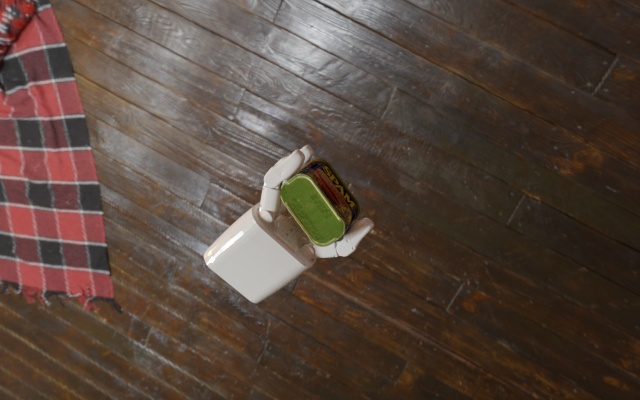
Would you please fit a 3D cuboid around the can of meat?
[{"bbox_3d":[0.000,0.002,0.623,0.057,0.102,0.084,-35,4,22],"label":"can of meat"}]
